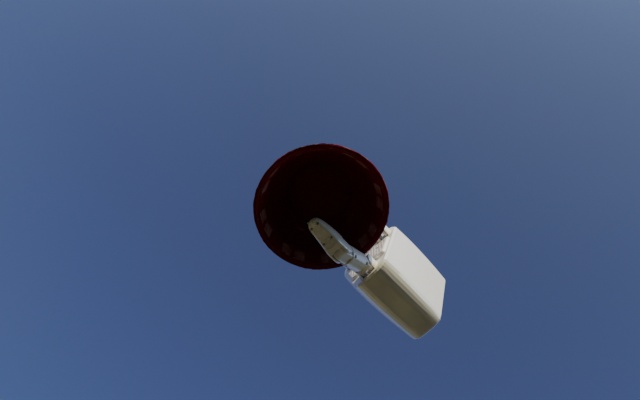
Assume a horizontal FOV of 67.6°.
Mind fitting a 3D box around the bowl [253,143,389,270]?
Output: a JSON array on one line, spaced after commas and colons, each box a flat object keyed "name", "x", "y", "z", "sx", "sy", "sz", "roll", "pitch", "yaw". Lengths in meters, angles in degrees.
[{"name": "bowl", "x": -0.001, "y": 0.001, "z": 0.586, "sx": 0.162, "sy": 0.162, "sz": 0.055, "roll": 0, "pitch": 23, "yaw": -4}]
